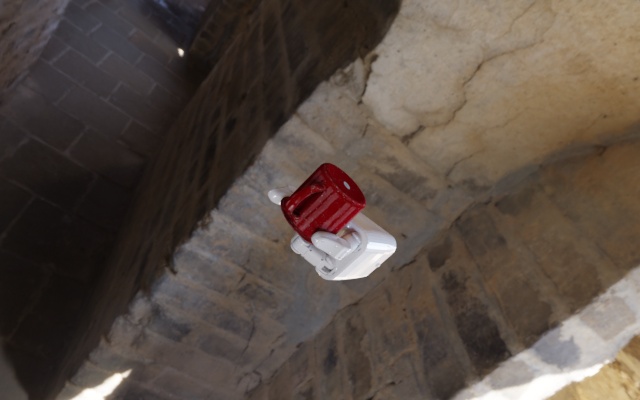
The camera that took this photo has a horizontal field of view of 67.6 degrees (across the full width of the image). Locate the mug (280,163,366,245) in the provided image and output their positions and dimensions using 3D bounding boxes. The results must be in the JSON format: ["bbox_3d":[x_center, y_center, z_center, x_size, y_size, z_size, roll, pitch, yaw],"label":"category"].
[{"bbox_3d":[-0.001,0.002,0.634,0.081,0.093,0.117,-45,-29,20],"label":"mug"}]
